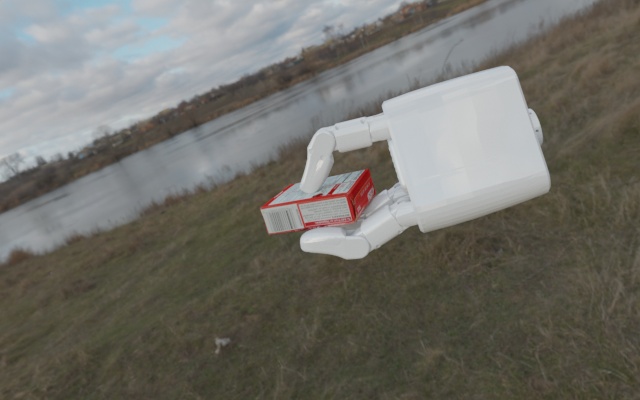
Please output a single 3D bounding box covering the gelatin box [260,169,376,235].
[{"bbox_3d":[0.000,0.001,0.446,0.089,0.030,0.073,-9,16,22],"label":"gelatin box"}]
